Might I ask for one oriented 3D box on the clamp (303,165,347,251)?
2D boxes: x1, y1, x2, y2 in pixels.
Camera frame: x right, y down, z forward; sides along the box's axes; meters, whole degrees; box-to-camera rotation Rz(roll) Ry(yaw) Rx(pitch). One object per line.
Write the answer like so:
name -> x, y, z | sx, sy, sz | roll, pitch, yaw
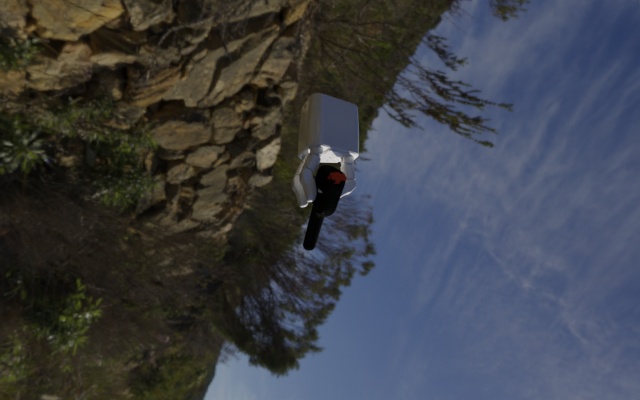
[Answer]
clamp -> 0.001, 0.003, 0.891 | 0.036, 0.164, 0.210 | 3, -13, -17
